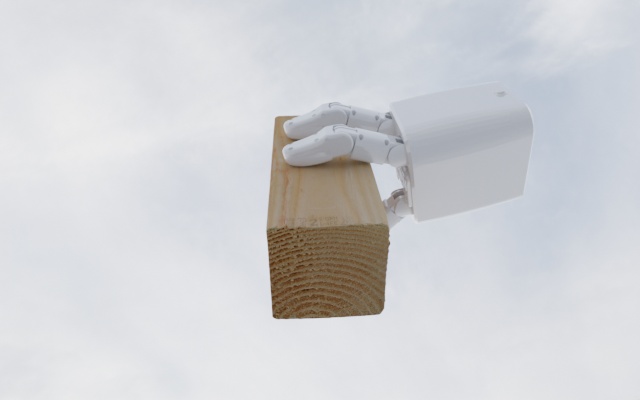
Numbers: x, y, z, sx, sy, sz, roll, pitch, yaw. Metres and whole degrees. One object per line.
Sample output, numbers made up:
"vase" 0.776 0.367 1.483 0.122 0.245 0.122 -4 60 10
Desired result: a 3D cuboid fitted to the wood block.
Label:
"wood block" 0.000 0.002 0.440 0.090 0.091 0.206 -2 32 -2
